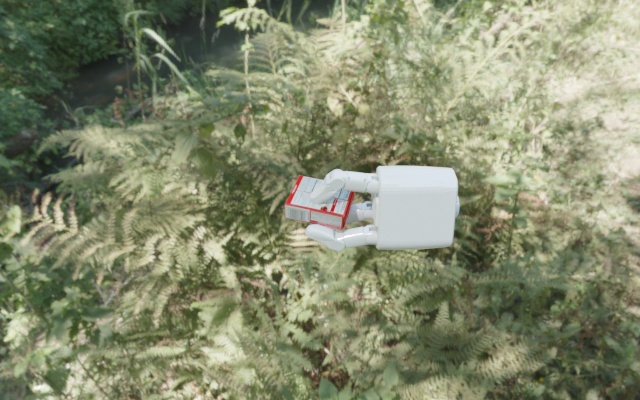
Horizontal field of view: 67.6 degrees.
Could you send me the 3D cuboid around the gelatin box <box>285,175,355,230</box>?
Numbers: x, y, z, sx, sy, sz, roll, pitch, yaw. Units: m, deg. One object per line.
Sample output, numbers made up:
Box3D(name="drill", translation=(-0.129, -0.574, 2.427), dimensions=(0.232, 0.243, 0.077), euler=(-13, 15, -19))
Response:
Box3D(name="gelatin box", translation=(0.000, 0.002, 0.696), dimensions=(0.089, 0.030, 0.073), euler=(12, 40, 9))
